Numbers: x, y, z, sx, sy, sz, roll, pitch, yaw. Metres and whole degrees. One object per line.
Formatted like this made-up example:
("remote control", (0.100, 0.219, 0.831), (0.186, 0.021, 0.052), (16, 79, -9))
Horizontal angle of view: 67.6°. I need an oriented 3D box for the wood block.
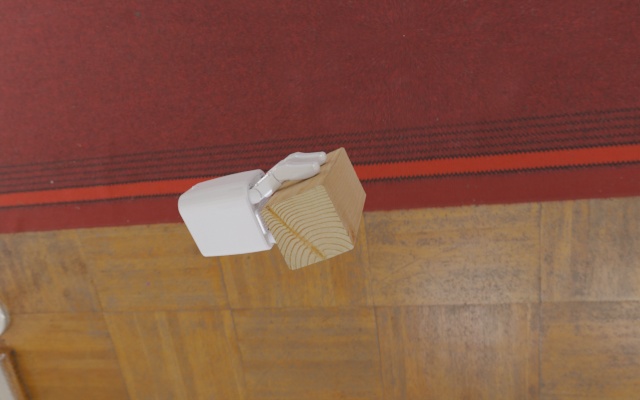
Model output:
("wood block", (0.000, 0.003, 0.672), (0.090, 0.091, 0.206), (-22, 14, 16))
